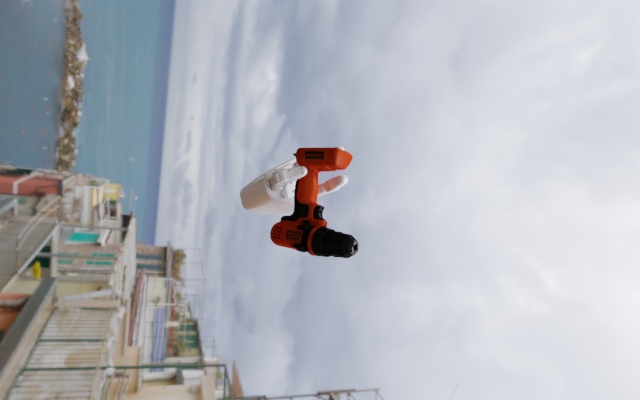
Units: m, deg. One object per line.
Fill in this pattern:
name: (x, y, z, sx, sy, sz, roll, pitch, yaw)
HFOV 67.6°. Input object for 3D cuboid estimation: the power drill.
power drill: (0.000, 0.002, 0.835, 0.184, 0.187, 0.057, 7, -10, 38)
